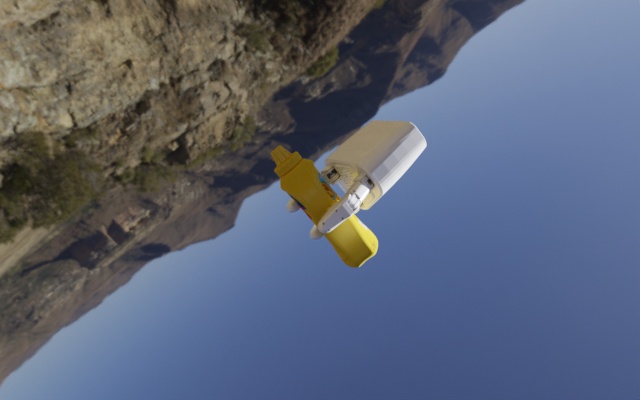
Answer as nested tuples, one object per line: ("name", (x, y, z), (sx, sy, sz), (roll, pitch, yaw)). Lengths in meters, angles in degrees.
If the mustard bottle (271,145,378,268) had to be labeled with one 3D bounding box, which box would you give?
("mustard bottle", (0.000, 0.003, 0.662), (0.058, 0.192, 0.096), (-39, 12, 5))
